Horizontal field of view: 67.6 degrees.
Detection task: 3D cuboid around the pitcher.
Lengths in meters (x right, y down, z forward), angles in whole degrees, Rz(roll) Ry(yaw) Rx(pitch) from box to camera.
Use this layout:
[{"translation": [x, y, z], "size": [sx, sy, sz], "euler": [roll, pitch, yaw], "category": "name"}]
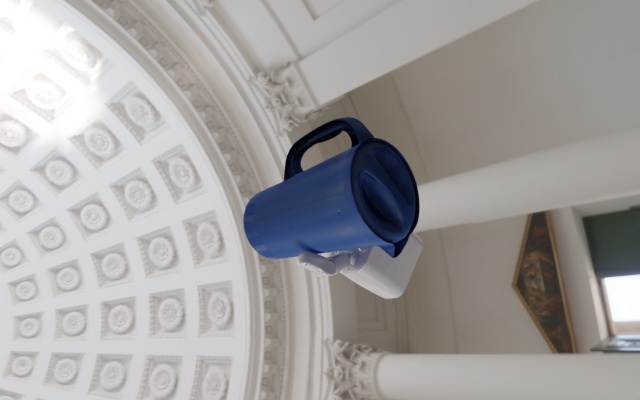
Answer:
[{"translation": [0.000, 0.002, 0.659], "size": [0.243, 0.149, 0.145], "euler": [-17, -42, 43], "category": "pitcher"}]
